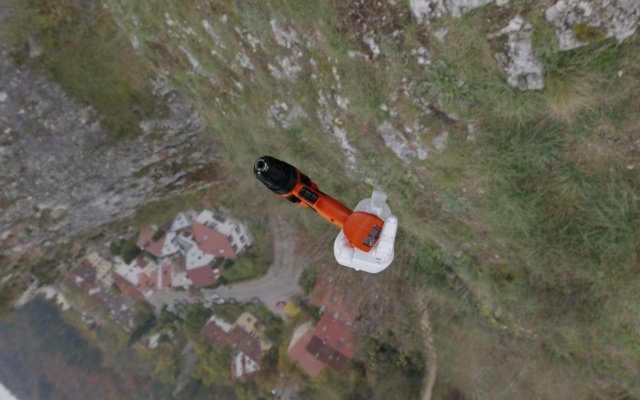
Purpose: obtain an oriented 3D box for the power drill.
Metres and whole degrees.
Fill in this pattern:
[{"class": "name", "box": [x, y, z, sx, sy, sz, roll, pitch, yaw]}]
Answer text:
[{"class": "power drill", "box": [0.001, 0.003, 0.731, 0.187, 0.057, 0.184, 34, 3, 25]}]
